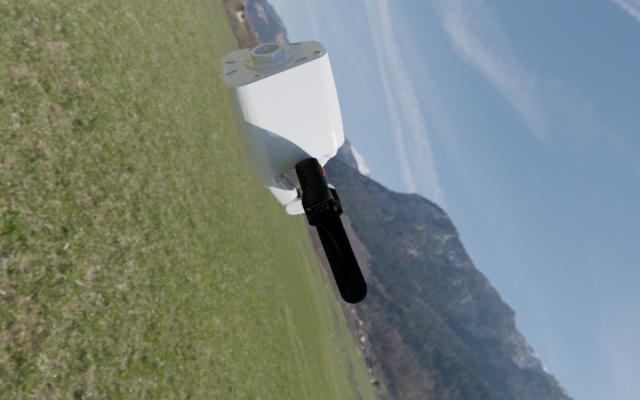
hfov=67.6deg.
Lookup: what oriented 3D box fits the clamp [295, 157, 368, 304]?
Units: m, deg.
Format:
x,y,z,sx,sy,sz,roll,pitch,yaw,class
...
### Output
x,y,z,sx,sy,sz,roll,pitch,yaw,class
0.001,0.001,0.451,0.039,0.120,0.171,-18,38,-4,clamp
